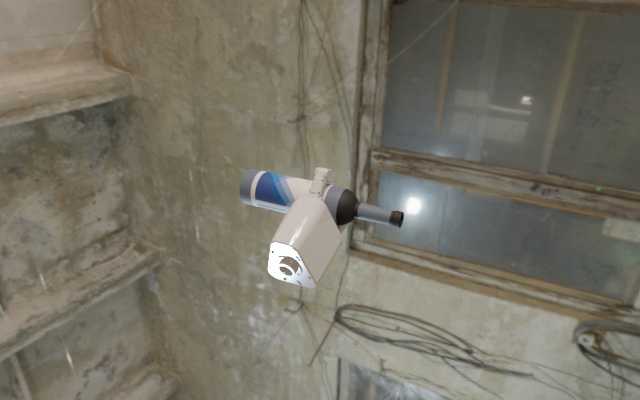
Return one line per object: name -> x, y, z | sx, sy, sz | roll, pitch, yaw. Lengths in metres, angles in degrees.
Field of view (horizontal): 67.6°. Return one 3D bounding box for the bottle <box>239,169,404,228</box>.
bottle -> 0.000, 0.003, 0.839 | 0.295, 0.069, 0.069 | 12, 5, 21
